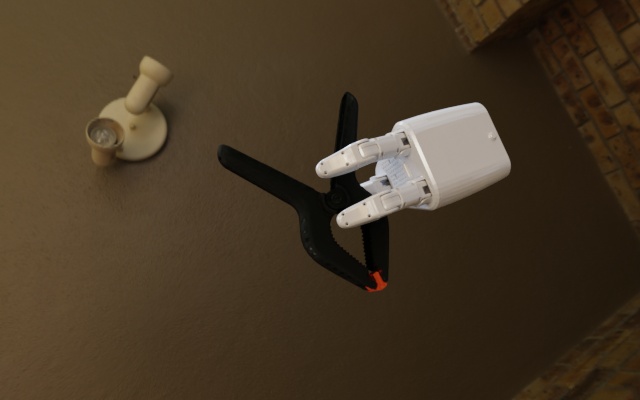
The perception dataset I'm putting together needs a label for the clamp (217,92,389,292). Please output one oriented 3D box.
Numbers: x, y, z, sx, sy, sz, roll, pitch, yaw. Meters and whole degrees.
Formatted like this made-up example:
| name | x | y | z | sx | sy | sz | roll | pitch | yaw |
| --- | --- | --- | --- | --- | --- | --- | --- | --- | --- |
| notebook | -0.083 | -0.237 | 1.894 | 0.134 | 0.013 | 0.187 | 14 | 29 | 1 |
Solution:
| name | x | y | z | sx | sy | sz | roll | pitch | yaw |
| --- | --- | --- | --- | --- | --- | --- | --- | --- | --- |
| clamp | 0.000 | 0.002 | 0.491 | 0.164 | 0.210 | 0.036 | -20 | -7 | -18 |
